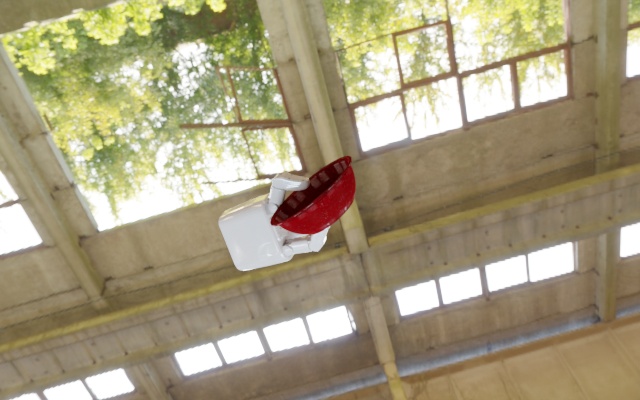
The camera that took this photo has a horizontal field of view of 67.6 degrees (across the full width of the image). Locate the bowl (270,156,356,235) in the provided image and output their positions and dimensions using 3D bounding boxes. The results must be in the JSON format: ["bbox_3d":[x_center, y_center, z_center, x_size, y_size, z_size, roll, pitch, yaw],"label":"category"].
[{"bbox_3d":[0.001,0.002,0.741,0.162,0.055,0.162,-38,13,11],"label":"bowl"}]
